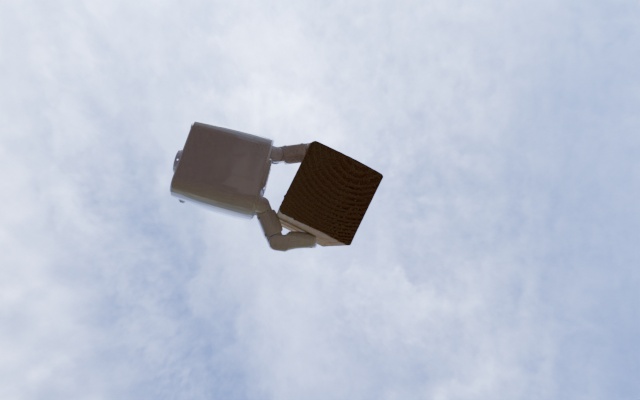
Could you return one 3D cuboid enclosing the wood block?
[{"bbox_3d":[0.000,0.002,0.618,0.090,0.091,0.206,26,-8,-4],"label":"wood block"}]
